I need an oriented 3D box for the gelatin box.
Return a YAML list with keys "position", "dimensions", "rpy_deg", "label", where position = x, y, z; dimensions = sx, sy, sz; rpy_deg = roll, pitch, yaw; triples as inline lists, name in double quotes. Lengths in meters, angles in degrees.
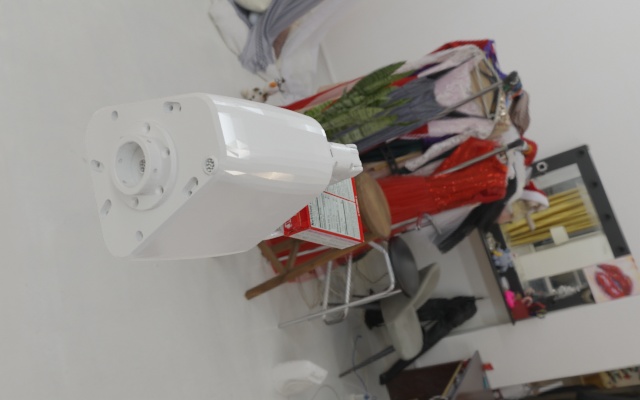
- position: [0.001, 0.001, 0.434]
  dimensions: [0.030, 0.073, 0.089]
  rpy_deg: [-22, -24, 33]
  label: "gelatin box"
